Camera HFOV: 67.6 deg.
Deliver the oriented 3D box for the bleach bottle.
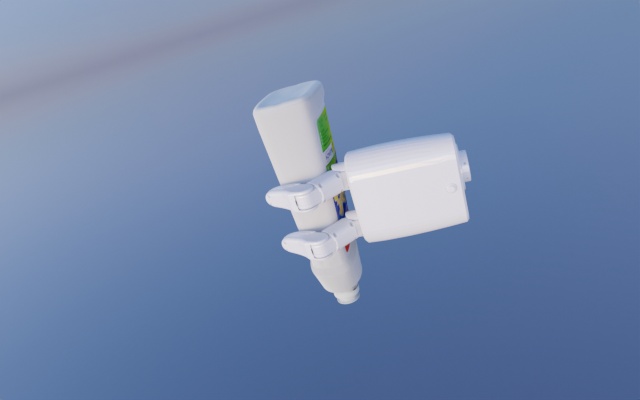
[{"bbox_3d":[0.000,0.002,0.536,0.068,0.251,0.102,-12,23,15],"label":"bleach bottle"}]
